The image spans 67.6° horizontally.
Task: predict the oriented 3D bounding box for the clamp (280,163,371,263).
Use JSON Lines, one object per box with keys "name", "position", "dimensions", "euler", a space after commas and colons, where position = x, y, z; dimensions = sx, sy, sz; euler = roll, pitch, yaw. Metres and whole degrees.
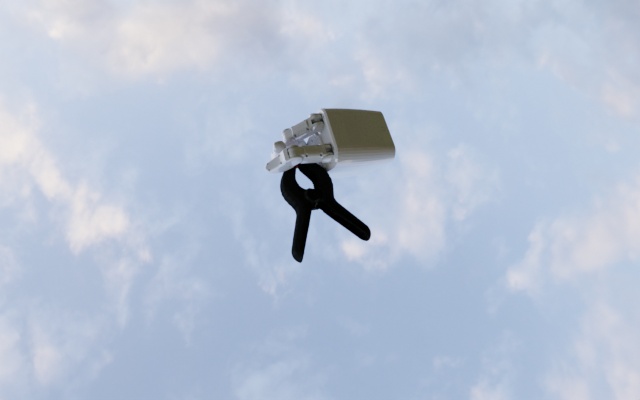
{"name": "clamp", "position": [0.000, 0.002, 0.693], "dimensions": [0.120, 0.171, 0.039], "euler": [-5, -25, -24]}
